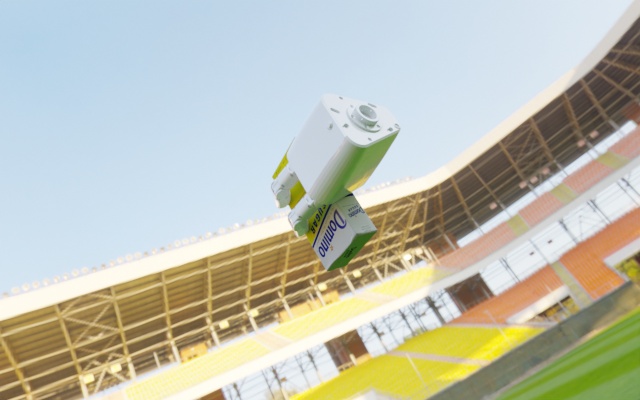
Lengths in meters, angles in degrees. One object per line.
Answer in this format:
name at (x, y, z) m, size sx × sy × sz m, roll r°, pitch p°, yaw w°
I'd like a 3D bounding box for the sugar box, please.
sugar box at (0.000, 0.002, 0.682) m, size 0.048 × 0.176 × 0.093 m, roll -9°, pitch -33°, yaw -38°
